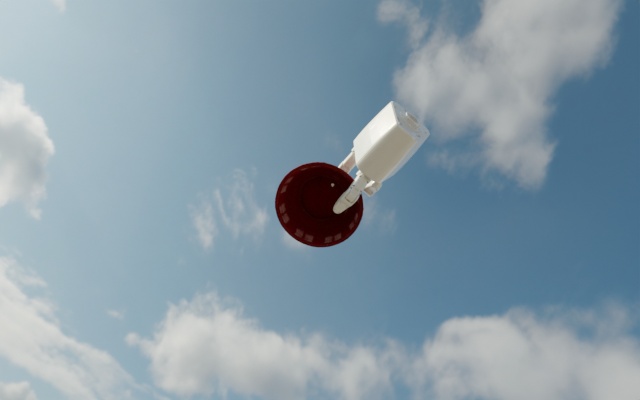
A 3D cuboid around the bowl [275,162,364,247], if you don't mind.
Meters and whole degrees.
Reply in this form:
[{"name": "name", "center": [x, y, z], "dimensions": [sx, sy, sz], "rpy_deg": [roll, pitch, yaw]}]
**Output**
[{"name": "bowl", "center": [-0.001, 0.003, 0.886], "dimensions": [0.162, 0.162, 0.055], "rpy_deg": [0, 16, 8]}]
